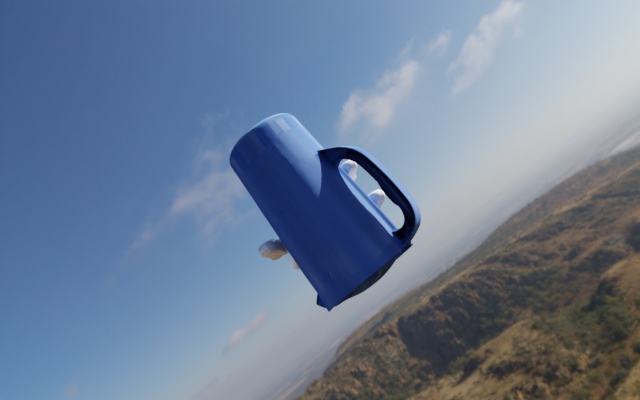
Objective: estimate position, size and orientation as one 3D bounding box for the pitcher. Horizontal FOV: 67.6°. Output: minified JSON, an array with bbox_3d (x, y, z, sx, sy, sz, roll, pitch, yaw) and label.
[{"bbox_3d":[0.000,0.002,0.606,0.149,0.243,0.145,-35,-13,-17],"label":"pitcher"}]
